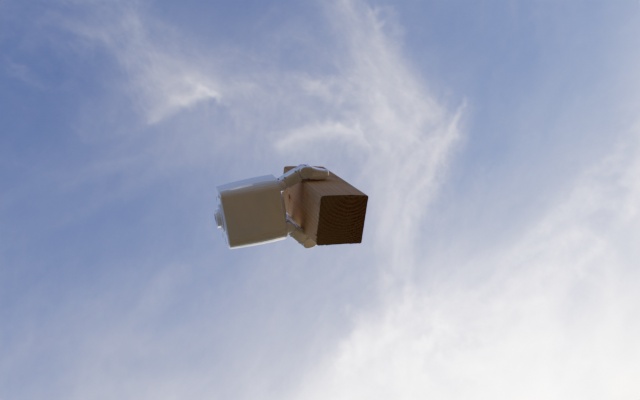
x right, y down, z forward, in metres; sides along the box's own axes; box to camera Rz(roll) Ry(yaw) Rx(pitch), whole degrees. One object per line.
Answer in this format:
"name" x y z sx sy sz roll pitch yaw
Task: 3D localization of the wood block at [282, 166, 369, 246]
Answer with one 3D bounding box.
"wood block" 0.000 0.003 0.895 0.090 0.091 0.206 -1 18 -22
